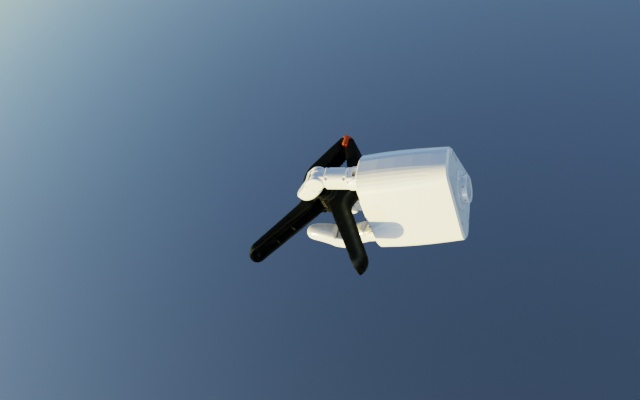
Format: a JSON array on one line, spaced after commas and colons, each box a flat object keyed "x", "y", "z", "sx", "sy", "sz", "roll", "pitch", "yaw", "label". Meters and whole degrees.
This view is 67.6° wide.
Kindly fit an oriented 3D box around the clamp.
[{"x": 0.000, "y": 0.001, "z": 0.625, "sx": 0.164, "sy": 0.209, "sz": 0.036, "roll": -4, "pitch": -38, "yaw": 26, "label": "clamp"}]
